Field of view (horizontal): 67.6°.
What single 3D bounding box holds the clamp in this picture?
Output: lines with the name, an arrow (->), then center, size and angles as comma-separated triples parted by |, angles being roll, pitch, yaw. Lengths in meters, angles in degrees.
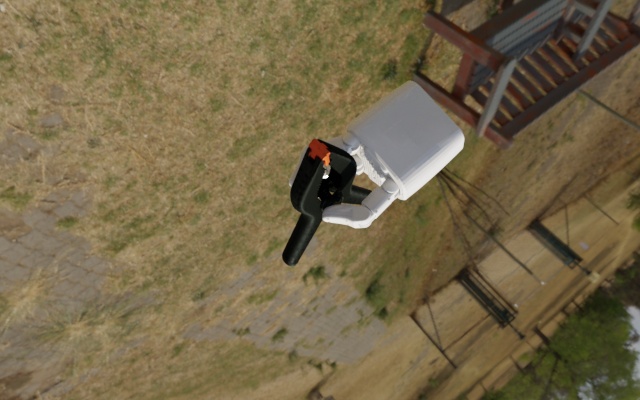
clamp -> 0.001, 0.002, 0.605 | 0.164, 0.036, 0.210 | -40, -26, -9
